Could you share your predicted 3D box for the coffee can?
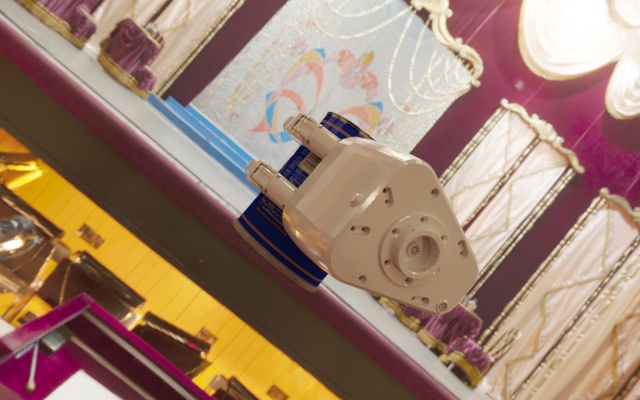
[{"bbox_3d":[0.000,0.002,0.459,0.103,0.140,0.103,40,-2,1],"label":"coffee can"}]
